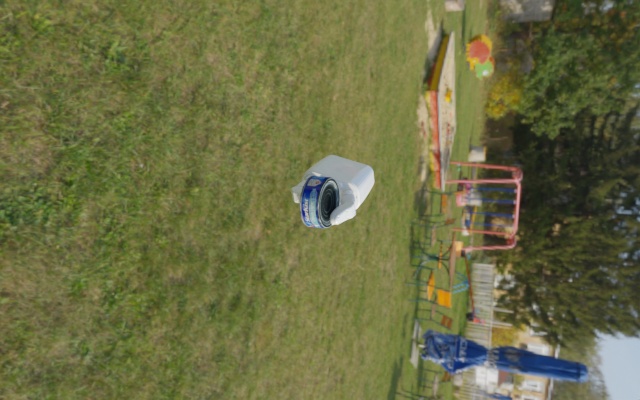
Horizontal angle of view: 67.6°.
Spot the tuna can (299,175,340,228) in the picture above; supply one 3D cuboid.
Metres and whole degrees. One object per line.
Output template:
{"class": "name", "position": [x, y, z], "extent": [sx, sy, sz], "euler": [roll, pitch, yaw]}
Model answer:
{"class": "tuna can", "position": [0.001, 0.003, 0.785], "extent": [0.034, 0.086, 0.086], "euler": [6, 3, 25]}
